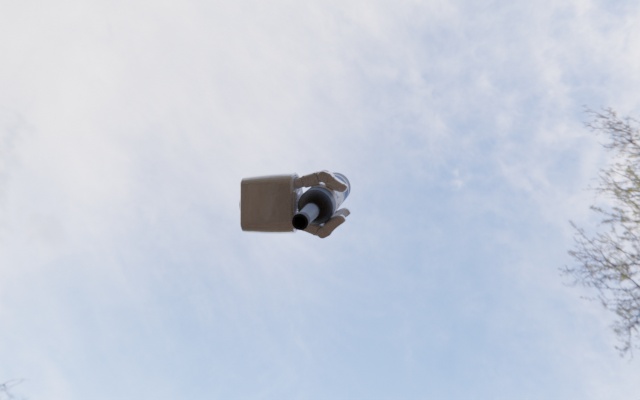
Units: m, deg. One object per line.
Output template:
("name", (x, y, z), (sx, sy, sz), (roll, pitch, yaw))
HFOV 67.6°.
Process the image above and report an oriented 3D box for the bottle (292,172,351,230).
("bottle", (0.000, 0.003, 0.894), (0.069, 0.069, 0.295), (0, 12, 13))
